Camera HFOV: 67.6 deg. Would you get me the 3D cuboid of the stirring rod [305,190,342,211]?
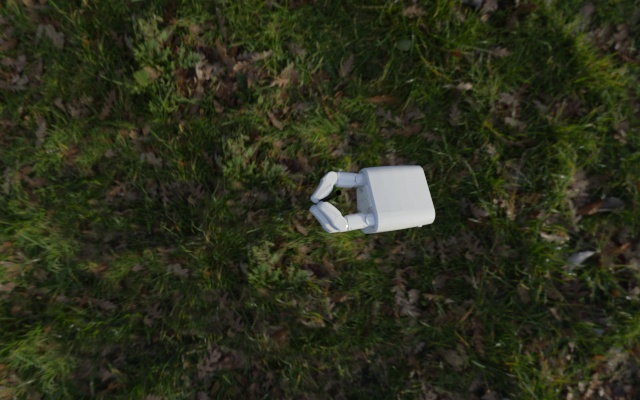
[{"bbox_3d":[0.000,0.003,0.794,0.011,0.011,0.239,0,-7,-13],"label":"stirring rod"}]
